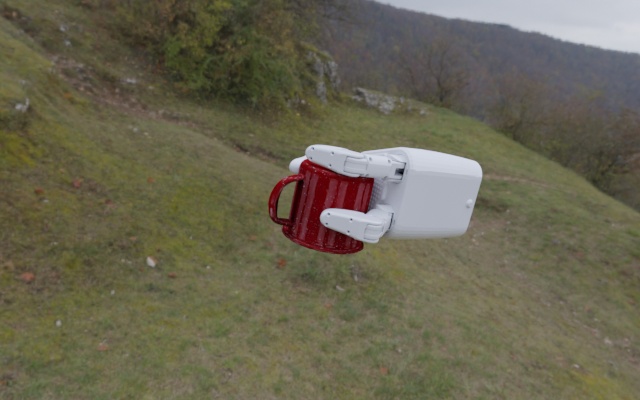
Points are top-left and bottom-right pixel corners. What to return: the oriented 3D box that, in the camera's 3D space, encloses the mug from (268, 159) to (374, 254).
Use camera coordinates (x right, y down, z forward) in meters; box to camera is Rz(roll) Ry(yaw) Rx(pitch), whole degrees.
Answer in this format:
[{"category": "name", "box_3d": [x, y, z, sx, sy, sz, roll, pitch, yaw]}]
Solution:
[{"category": "mug", "box_3d": [-0.001, 0.001, 0.511, 0.117, 0.081, 0.093, 5, 16, -26]}]
